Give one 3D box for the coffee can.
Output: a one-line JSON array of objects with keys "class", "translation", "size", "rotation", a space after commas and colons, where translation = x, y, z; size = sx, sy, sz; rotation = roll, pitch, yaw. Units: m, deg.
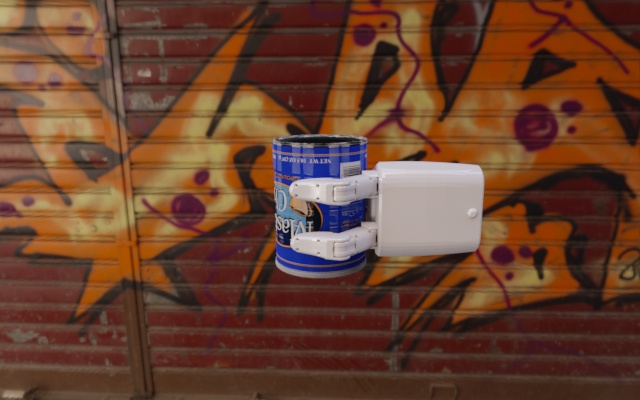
[{"class": "coffee can", "translation": [0.000, 0.002, 0.527], "size": [0.103, 0.140, 0.102], "rotation": [0, 13, 0]}]
